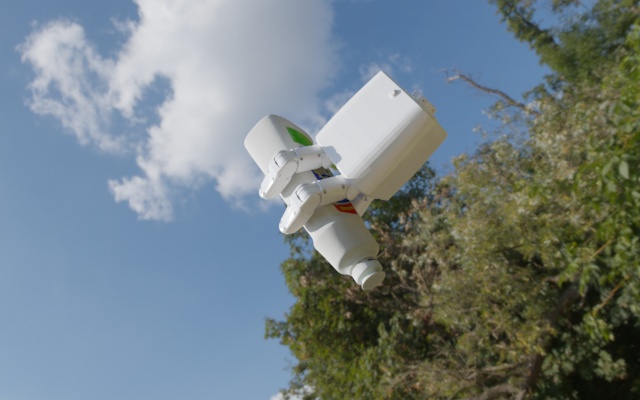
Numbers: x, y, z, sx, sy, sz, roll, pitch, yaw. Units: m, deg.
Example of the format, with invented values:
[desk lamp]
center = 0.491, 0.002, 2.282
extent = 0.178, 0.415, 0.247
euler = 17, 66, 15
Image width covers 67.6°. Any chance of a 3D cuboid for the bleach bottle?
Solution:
[bleach bottle]
center = 0.000, 0.002, 0.565
extent = 0.102, 0.068, 0.250
euler = 27, 22, -51
